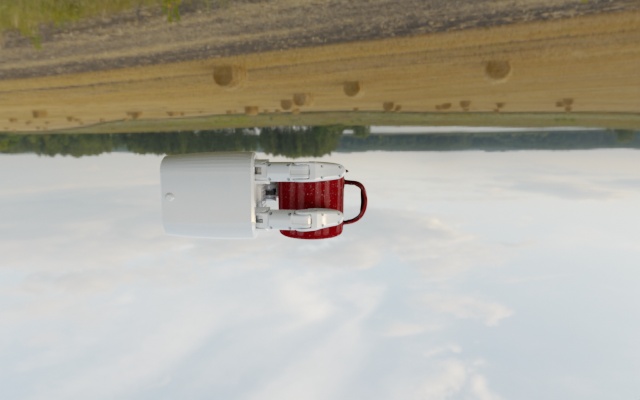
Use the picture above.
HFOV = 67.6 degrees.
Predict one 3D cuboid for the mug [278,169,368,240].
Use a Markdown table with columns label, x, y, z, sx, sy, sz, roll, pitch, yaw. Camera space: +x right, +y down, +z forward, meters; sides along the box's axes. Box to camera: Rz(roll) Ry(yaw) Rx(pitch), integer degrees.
| label | x | y | z | sx | sy | sz | roll | pitch | yaw |
| --- | --- | --- | --- | --- | --- | --- | --- | --- | --- |
| mug | 0.002 | 0.002 | 0.597 | 0.117 | 0.081 | 0.093 | 1 | 8 | 3 |
